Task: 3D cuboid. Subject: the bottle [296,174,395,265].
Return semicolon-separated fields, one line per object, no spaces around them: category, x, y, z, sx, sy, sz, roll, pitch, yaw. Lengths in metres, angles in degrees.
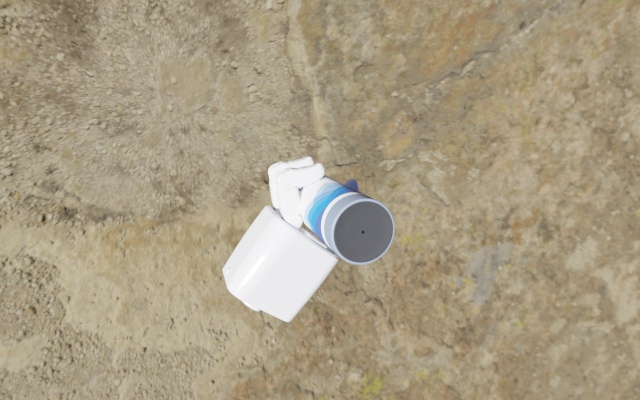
bottle;0.000;0.002;0.599;0.069;0.069;0.295;0;11;-17
